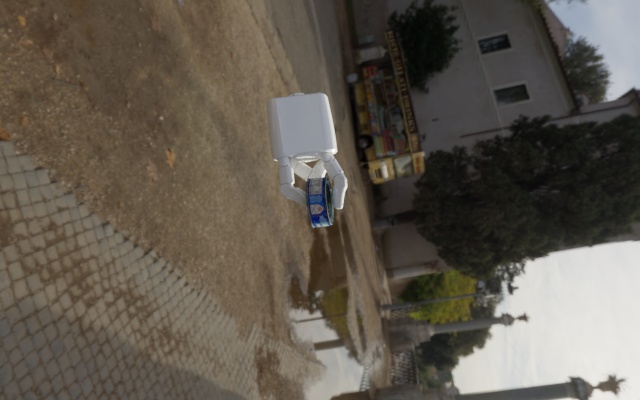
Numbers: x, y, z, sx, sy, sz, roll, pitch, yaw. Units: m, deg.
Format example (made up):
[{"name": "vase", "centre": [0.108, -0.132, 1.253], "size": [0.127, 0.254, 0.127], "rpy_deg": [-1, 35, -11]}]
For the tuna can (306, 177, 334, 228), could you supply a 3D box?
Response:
[{"name": "tuna can", "centre": [0.001, 0.003, 0.821], "size": [0.034, 0.086, 0.086], "rpy_deg": [-6, -1, 9]}]
